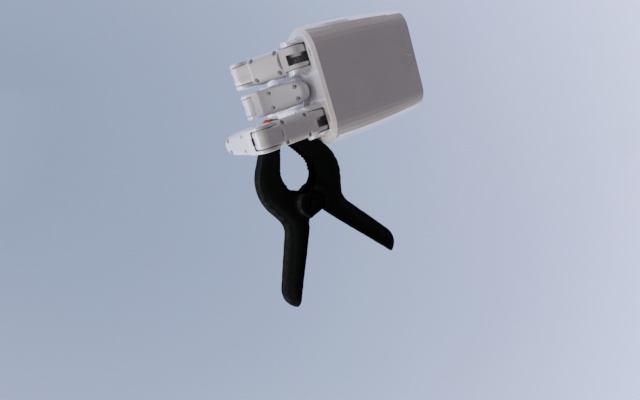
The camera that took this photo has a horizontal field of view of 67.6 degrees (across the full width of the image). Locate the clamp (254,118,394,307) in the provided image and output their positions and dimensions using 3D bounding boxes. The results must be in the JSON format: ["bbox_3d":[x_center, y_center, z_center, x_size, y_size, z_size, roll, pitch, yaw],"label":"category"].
[{"bbox_3d":[0.000,0.001,0.440,0.120,0.171,0.039,-22,17,-22],"label":"clamp"}]
